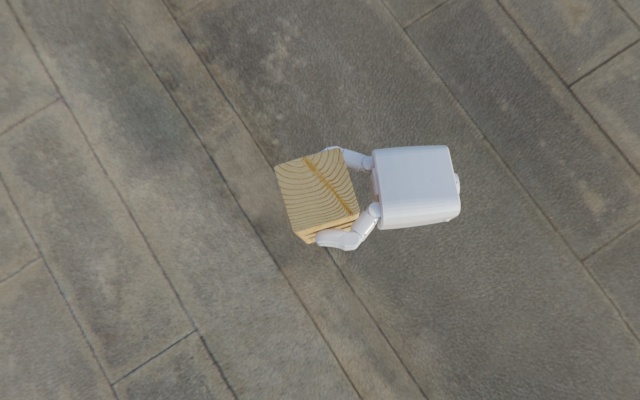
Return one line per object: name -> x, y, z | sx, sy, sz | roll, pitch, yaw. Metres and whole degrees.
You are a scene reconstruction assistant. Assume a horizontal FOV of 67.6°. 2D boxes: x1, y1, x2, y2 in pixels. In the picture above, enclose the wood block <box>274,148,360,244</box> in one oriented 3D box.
wood block -> 0.000, 0.002, 0.692 | 0.090, 0.091, 0.206 | -17, -10, 0
